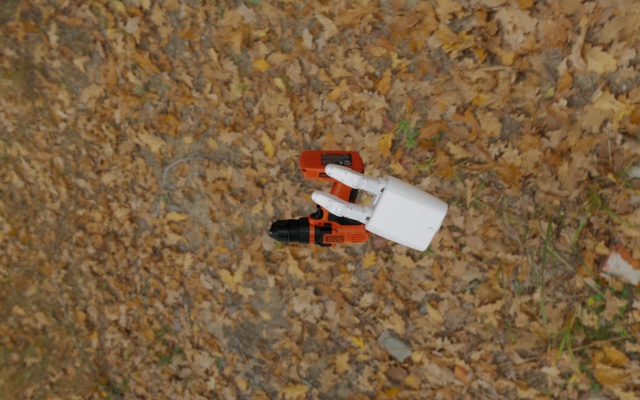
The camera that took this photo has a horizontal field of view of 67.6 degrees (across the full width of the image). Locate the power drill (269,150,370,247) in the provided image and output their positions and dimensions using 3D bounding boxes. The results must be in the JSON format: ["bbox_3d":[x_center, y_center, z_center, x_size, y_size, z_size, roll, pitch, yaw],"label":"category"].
[{"bbox_3d":[0.000,0.002,0.831,0.184,0.188,0.057,-1,41,-3],"label":"power drill"}]
